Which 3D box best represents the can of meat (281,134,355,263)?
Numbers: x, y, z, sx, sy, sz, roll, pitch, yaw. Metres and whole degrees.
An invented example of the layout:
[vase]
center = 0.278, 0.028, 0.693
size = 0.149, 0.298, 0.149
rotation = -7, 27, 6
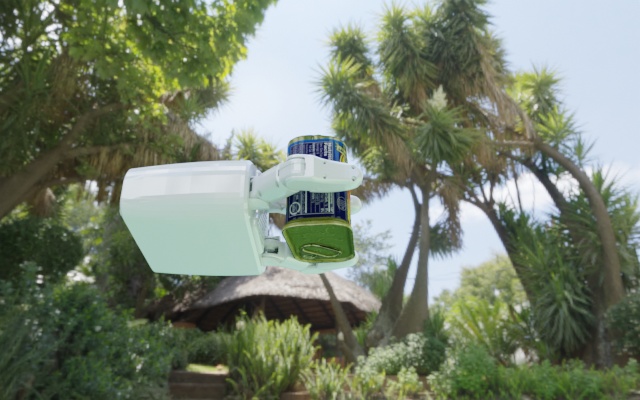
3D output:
[can of meat]
center = 0.000, 0.001, 0.427
size = 0.057, 0.084, 0.102
rotation = -3, -24, 5
